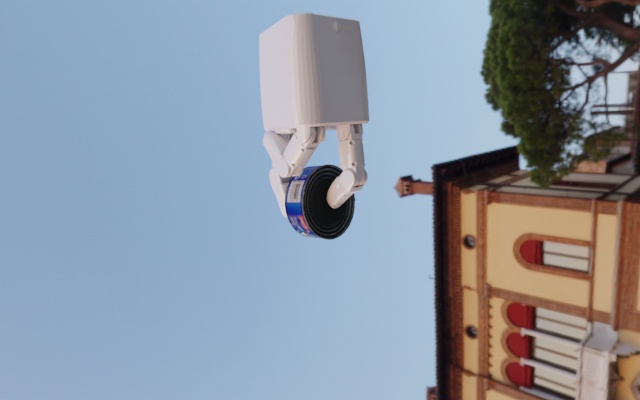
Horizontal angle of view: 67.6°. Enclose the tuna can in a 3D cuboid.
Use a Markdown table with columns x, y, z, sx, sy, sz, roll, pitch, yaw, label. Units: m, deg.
| x | y | z | sx | sy | sz | roll | pitch | yaw | label |
| --- | --- | --- | --- | --- | --- | --- | --- | --- | --- |
| 0.000 | 0.002 | 0.555 | 0.086 | 0.086 | 0.034 | 0 | 0 | -45 | tuna can |
